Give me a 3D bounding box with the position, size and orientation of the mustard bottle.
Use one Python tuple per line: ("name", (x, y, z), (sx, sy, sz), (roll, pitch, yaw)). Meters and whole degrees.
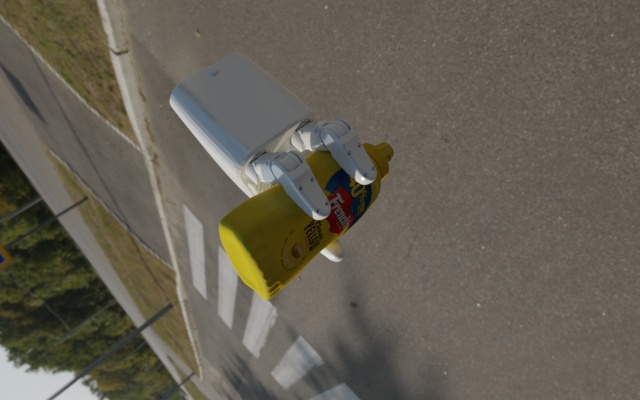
("mustard bottle", (0.000, 0.002, 0.448), (0.191, 0.096, 0.058), (-39, 49, -25))
